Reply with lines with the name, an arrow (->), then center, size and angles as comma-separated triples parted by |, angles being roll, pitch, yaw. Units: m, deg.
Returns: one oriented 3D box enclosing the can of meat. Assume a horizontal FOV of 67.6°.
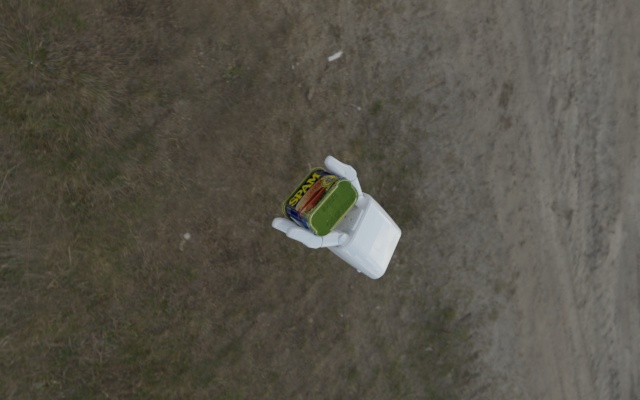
can of meat -> 0.000, 0.002, 0.763 | 0.057, 0.102, 0.084 | 48, -12, -33
